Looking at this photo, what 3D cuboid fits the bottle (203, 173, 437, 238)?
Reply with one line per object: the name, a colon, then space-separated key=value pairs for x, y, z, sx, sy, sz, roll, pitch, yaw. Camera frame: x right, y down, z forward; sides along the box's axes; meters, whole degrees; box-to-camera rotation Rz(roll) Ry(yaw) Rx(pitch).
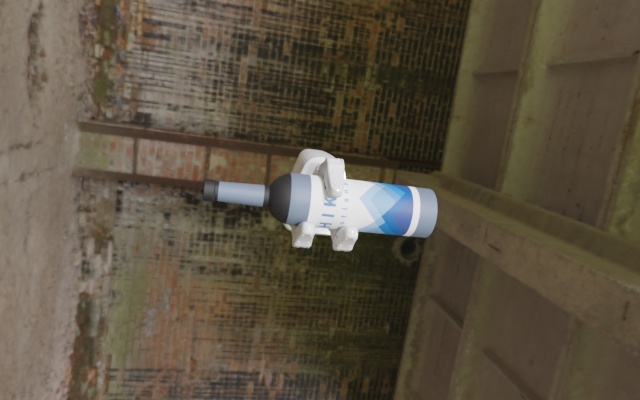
bottle: x=0.000 y=0.002 z=0.616 sx=0.296 sy=0.069 sz=0.069 roll=6 pitch=-1 yaw=-11
